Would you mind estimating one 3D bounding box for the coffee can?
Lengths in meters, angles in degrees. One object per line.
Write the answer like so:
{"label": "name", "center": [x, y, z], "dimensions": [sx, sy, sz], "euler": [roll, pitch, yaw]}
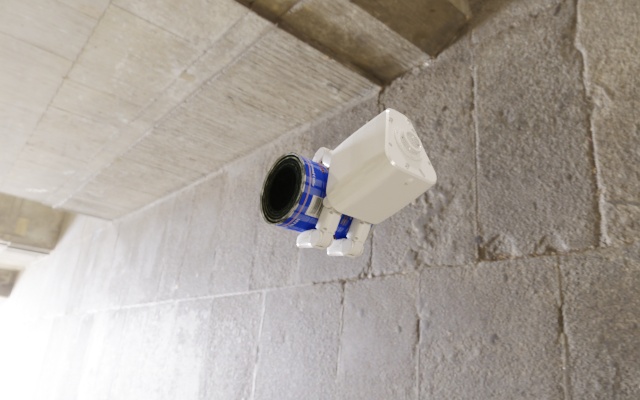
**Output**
{"label": "coffee can", "center": [0.000, 0.002, 0.679], "dimensions": [0.140, 0.103, 0.103], "euler": [19, -11, -36]}
